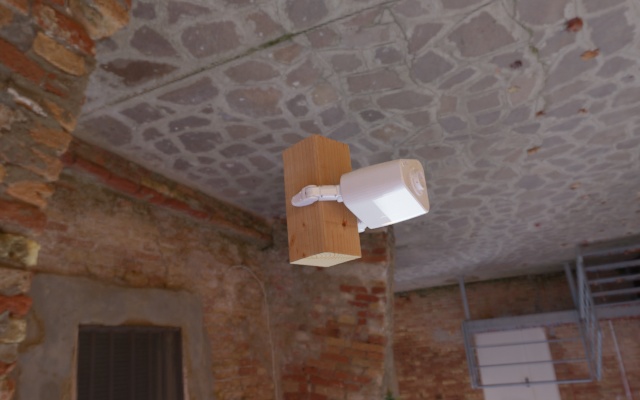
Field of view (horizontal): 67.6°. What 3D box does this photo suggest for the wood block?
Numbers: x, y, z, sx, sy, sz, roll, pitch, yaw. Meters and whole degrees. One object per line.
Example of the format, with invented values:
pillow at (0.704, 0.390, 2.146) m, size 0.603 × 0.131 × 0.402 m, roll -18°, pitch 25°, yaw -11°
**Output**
wood block at (0.000, 0.003, 0.833) m, size 0.091 × 0.206 × 0.090 m, roll 13°, pitch -26°, yaw -42°
